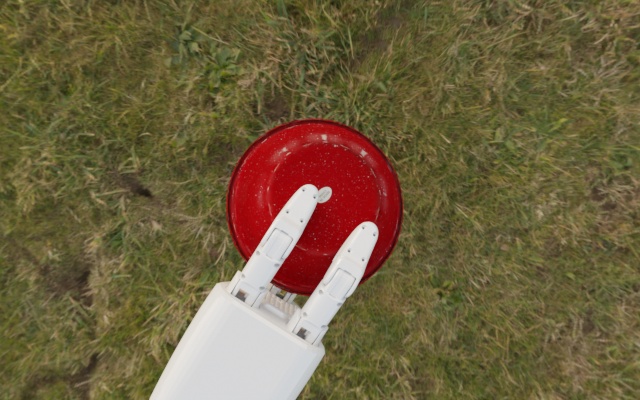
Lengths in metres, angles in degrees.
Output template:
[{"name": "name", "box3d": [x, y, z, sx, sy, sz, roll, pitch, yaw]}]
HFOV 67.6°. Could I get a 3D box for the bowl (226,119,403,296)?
[{"name": "bowl", "box3d": [0.001, 0.000, 0.407, 0.162, 0.162, 0.055, 0, -7, -8]}]
